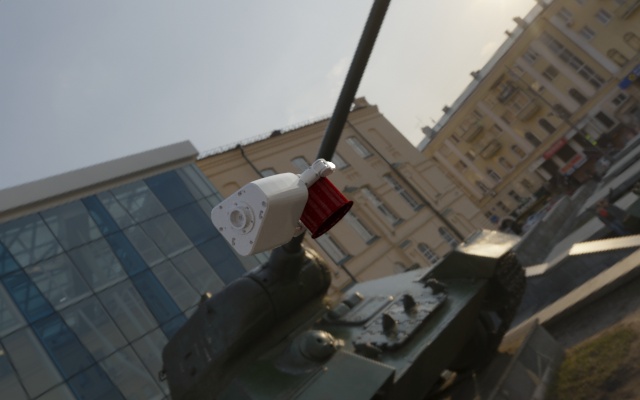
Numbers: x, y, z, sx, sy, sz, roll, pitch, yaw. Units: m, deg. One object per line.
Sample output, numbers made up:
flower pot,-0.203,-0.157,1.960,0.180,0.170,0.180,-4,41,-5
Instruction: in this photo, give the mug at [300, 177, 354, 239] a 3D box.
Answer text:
mug,0.001,0.002,0.815,0.093,0.081,0.117,-48,-15,24
